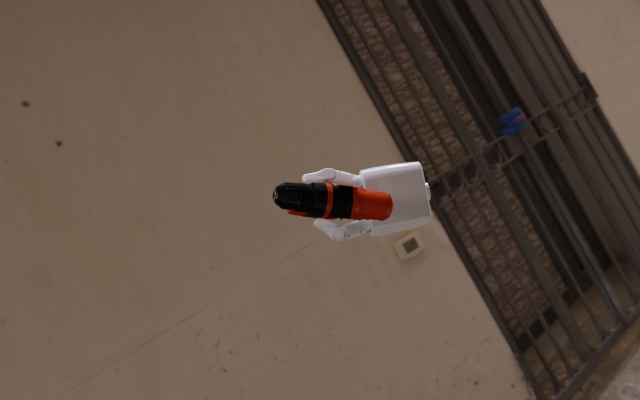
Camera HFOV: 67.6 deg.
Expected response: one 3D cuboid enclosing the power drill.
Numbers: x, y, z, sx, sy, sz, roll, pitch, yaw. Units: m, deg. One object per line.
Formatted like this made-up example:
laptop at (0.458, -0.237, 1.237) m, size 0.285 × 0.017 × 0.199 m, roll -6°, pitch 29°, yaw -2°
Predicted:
power drill at (0.000, 0.003, 0.773) m, size 0.184 × 0.057 × 0.187 m, roll 8°, pitch -1°, yaw -17°
